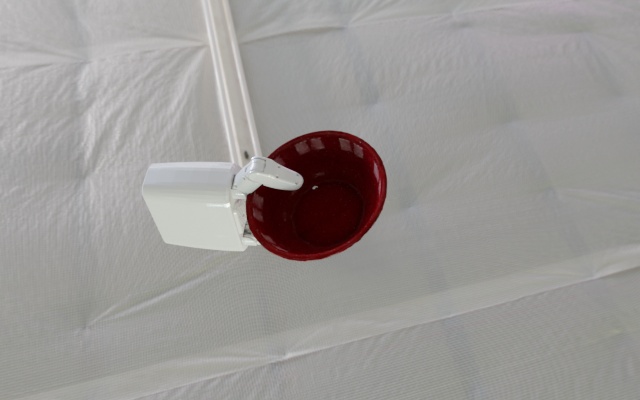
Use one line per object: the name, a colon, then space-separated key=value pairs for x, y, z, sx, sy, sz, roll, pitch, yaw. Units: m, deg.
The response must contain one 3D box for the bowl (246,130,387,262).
bowl: x=0.001 y=0.002 z=0.537 sx=0.162 sy=0.162 sz=0.055 roll=0 pitch=-28 yaw=20
